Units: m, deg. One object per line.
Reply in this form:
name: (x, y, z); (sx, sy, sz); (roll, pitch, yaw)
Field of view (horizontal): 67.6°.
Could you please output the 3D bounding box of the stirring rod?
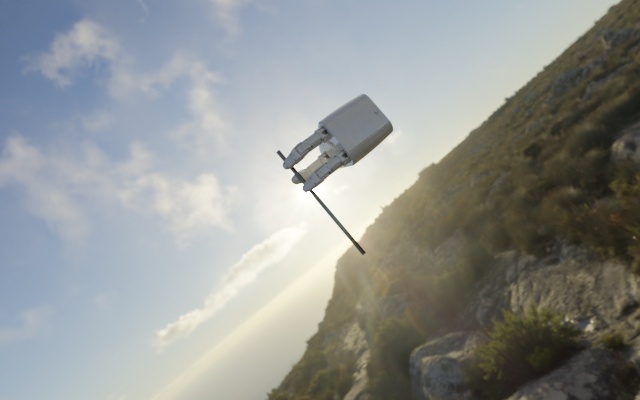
stirring rod: (0.000, 0.003, 0.851); (0.011, 0.239, 0.011); (-40, -5, -4)
